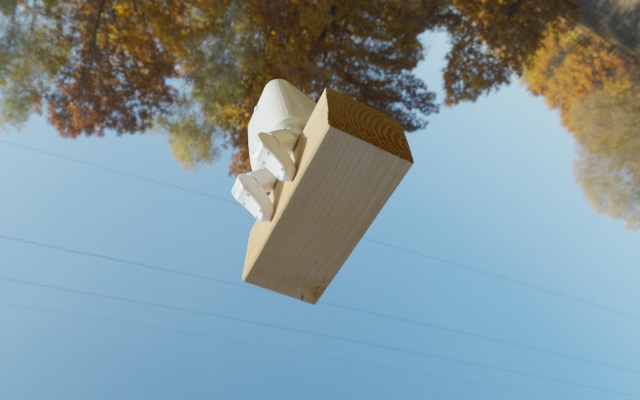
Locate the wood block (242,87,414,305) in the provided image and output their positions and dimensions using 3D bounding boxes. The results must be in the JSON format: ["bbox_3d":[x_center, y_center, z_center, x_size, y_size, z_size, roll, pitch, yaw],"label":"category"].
[{"bbox_3d":[0.000,0.002,0.507,0.091,0.206,0.090,21,32,-15],"label":"wood block"}]
